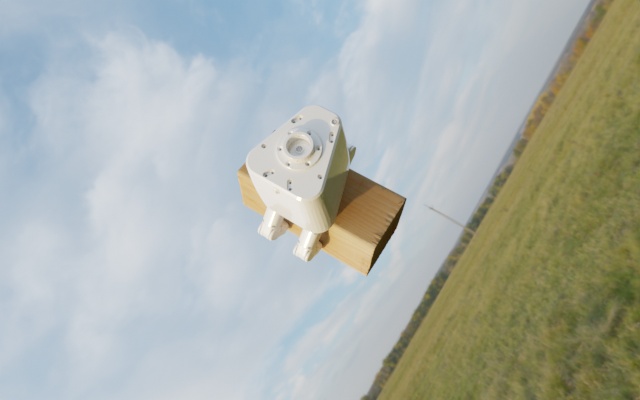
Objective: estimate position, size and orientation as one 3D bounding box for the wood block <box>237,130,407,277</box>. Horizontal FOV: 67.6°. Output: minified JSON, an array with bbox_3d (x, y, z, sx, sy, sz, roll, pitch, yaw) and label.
[{"bbox_3d":[0.000,0.002,0.653,0.206,0.090,0.090,29,-28,15],"label":"wood block"}]
